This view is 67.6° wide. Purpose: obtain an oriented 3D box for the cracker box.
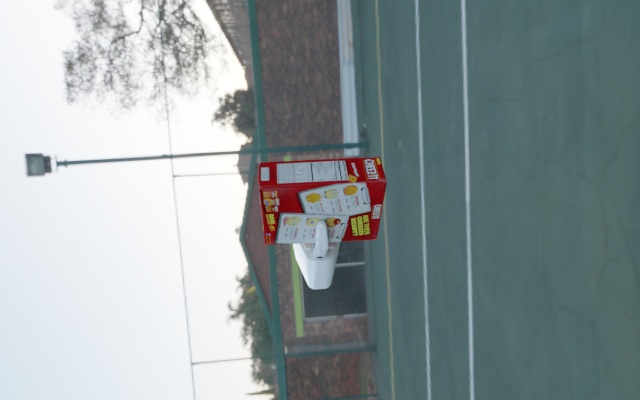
[{"bbox_3d":[0.000,0.003,0.861,0.214,0.072,0.164,-3,-41,-4],"label":"cracker box"}]
